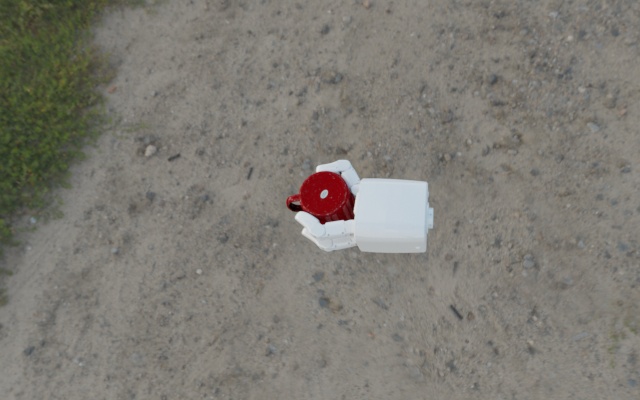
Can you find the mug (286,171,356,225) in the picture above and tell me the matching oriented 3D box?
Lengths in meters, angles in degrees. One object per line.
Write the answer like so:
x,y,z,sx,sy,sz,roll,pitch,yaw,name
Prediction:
-0.001,0.002,0.794,0.117,0.093,0.081,0,-22,13,mug
